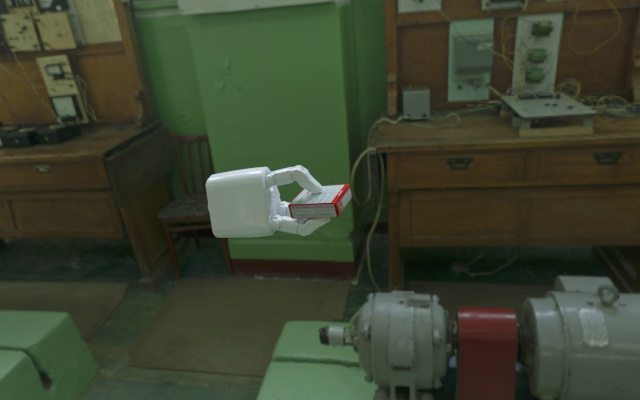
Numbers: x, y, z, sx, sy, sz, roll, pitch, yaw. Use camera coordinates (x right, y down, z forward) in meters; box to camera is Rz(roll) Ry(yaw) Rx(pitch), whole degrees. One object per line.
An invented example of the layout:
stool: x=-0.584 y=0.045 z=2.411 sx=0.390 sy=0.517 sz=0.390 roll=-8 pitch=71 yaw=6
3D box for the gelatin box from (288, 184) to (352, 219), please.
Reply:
gelatin box: x=0.000 y=0.002 z=0.810 sx=0.089 sy=0.030 sz=0.073 roll=-4 pitch=24 yaw=25
